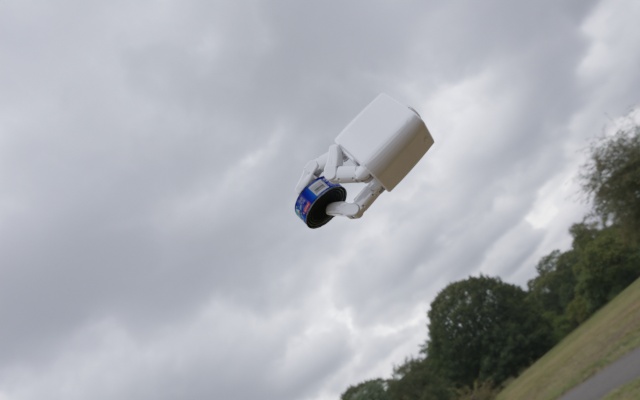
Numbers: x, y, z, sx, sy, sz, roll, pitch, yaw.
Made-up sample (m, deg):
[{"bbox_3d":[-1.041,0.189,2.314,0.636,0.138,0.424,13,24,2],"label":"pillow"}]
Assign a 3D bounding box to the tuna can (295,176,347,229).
[{"bbox_3d":[0.000,0.002,0.770,0.033,0.086,0.086,43,24,28],"label":"tuna can"}]
